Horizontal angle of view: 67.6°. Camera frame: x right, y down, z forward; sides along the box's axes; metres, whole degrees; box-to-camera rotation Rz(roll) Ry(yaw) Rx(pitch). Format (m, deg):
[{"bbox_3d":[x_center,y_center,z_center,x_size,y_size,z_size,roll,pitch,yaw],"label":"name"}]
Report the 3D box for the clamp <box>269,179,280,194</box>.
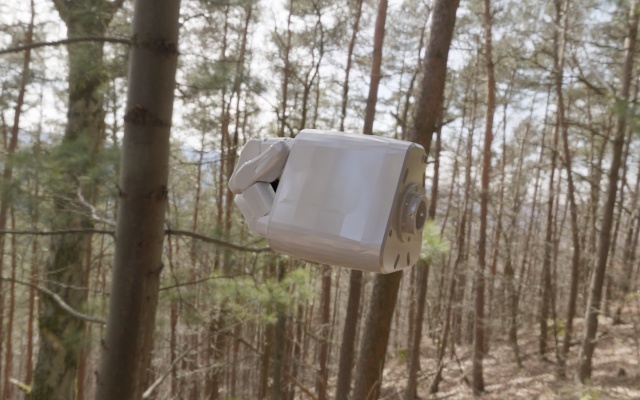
[{"bbox_3d":[0.000,0.001,0.517,0.120,0.039,0.171,10,3,30],"label":"clamp"}]
